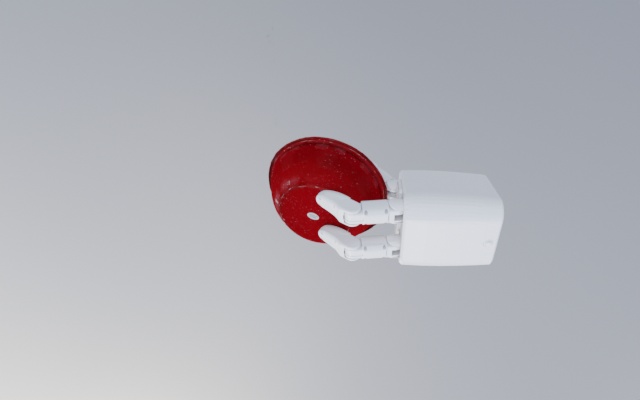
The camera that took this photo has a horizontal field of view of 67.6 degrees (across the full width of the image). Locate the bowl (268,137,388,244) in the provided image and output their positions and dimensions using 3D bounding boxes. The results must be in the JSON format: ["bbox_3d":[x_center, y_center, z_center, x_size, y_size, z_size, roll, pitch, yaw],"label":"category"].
[{"bbox_3d":[-0.001,0.002,0.603,0.162,0.162,0.055,0,38,22],"label":"bowl"}]
